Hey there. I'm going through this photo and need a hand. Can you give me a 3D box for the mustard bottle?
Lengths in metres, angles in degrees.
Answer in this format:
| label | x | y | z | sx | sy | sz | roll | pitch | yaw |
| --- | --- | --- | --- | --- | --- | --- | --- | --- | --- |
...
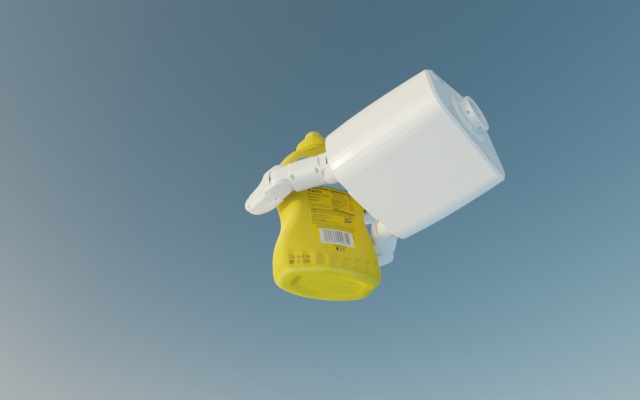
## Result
| label | x | y | z | sx | sy | sz | roll | pitch | yaw |
| --- | --- | --- | --- | --- | --- | --- | --- | --- | --- |
| mustard bottle | 0.000 | 0.002 | 0.478 | 0.096 | 0.191 | 0.058 | 11 | -42 | -20 |
